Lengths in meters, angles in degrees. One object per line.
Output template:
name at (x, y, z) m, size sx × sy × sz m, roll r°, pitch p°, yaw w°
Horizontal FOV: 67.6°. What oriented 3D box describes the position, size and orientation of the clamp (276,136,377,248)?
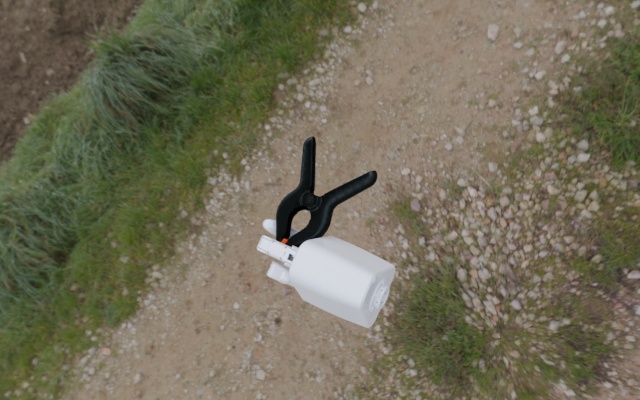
clamp at (0.000, 0.002, 0.670) m, size 0.120 × 0.171 × 0.039 m, roll 21°, pitch -7°, yaw 24°
